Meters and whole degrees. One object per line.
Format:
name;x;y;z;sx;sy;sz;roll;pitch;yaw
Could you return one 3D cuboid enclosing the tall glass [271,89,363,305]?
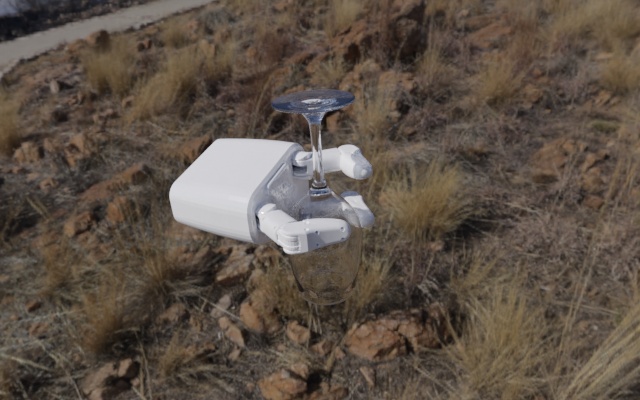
tall glass;0.000;0.001;0.459;0.079;0.201;0.079;-4;25;2
